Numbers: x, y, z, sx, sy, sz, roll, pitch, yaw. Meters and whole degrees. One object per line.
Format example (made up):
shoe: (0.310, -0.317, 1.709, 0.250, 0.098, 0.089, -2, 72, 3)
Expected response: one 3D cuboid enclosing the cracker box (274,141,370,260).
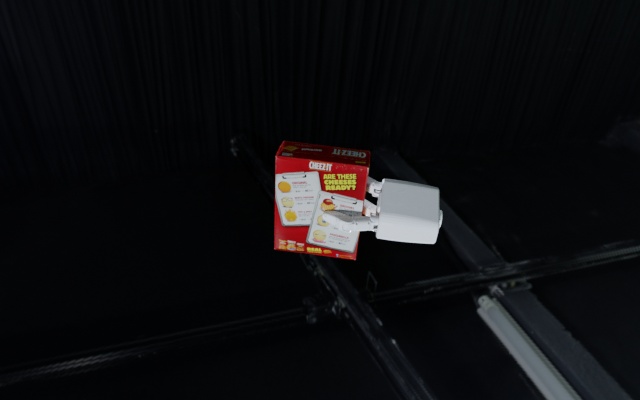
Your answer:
cracker box: (0.000, 0.003, 0.899, 0.164, 0.214, 0.072, 7, 35, 4)
